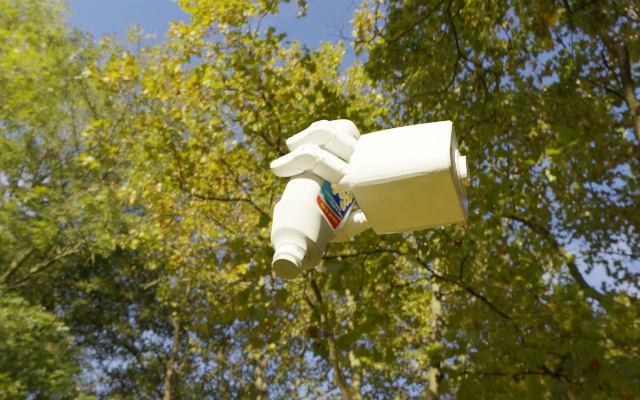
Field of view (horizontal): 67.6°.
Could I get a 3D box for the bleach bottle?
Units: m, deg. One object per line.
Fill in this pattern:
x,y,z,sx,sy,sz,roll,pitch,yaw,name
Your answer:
0.000,0.002,0.564,0.068,0.103,0.250,-8,32,23,bleach bottle
